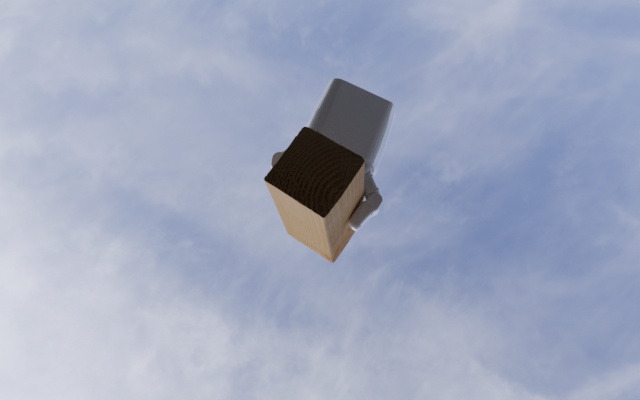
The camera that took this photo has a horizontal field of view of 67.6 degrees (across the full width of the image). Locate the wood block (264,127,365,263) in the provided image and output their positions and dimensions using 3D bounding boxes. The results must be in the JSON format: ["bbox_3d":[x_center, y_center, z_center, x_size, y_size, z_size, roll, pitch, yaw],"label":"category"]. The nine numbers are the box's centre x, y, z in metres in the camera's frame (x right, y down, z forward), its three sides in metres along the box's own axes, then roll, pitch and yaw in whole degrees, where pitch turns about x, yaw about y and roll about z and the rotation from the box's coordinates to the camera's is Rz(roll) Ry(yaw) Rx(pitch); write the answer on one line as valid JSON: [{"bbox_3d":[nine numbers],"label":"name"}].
[{"bbox_3d":[0.001,0.002,0.653,0.091,0.090,0.206,31,-16,16],"label":"wood block"}]
